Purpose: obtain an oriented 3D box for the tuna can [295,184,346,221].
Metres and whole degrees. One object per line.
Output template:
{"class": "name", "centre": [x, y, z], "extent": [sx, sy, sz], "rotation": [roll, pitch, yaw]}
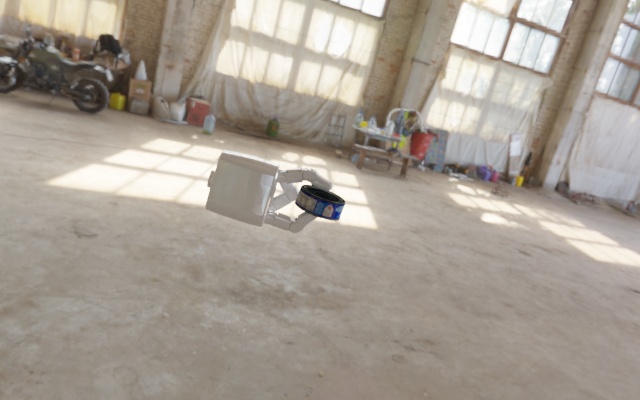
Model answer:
{"class": "tuna can", "centre": [0.000, 0.002, 0.840], "extent": [0.086, 0.034, 0.086], "rotation": [20, 13, -5]}
